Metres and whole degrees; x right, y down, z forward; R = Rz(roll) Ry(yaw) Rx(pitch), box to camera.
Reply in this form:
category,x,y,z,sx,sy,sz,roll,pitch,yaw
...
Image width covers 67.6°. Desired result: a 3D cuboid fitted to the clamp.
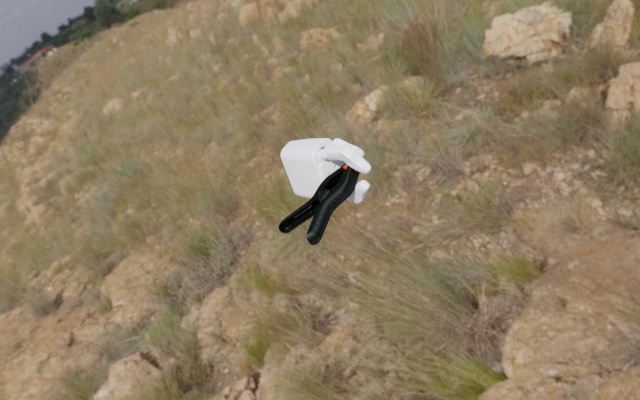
category,x,y,z,sx,sy,sz,roll,pitch,yaw
clamp,0.000,0.002,0.815,0.120,0.171,0.039,7,-39,49
